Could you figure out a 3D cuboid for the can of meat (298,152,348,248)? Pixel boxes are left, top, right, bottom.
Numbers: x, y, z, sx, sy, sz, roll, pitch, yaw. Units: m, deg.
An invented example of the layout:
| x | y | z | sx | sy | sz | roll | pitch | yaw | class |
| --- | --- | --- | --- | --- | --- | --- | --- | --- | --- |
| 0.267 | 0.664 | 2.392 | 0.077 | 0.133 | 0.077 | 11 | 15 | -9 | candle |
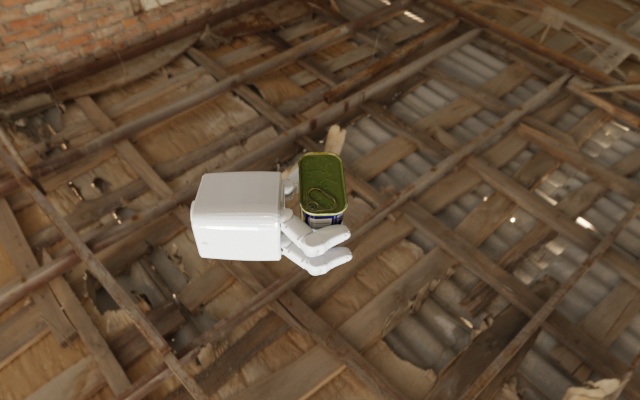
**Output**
| x | y | z | sx | sy | sz | roll | pitch | yaw | class |
| --- | --- | --- | --- | --- | --- | --- | --- | --- | --- |
| 0.000 | 0.002 | 0.620 | 0.057 | 0.102 | 0.084 | -1 | -38 | -5 | can of meat |
